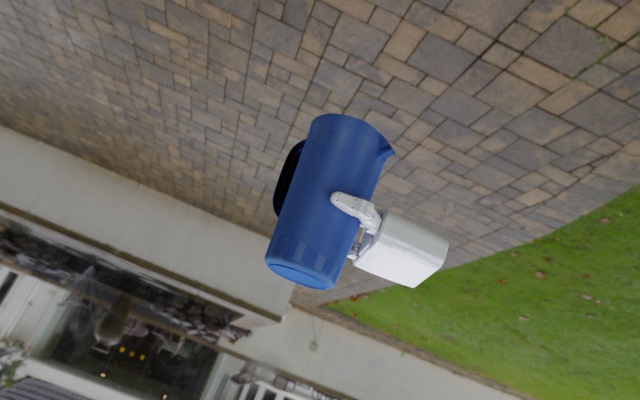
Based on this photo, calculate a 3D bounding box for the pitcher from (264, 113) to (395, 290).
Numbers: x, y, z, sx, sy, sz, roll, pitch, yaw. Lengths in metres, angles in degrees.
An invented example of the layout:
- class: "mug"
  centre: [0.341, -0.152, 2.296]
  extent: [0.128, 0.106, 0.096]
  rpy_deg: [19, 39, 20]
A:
- class: "pitcher"
  centre: [0.000, 0.002, 0.720]
  extent: [0.145, 0.242, 0.149]
  rpy_deg: [24, -20, -7]
